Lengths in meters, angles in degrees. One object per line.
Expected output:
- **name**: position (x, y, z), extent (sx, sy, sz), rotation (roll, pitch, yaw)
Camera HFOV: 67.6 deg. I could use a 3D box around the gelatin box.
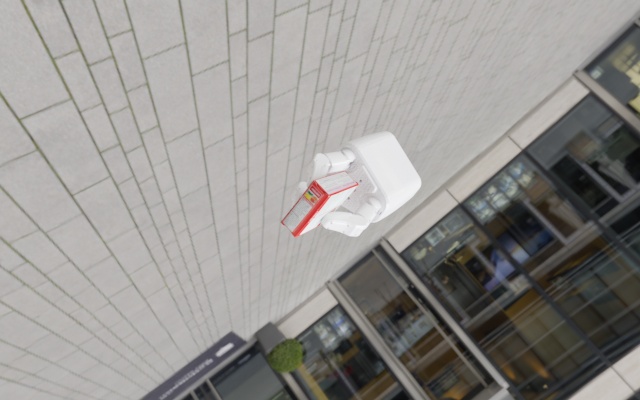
- **gelatin box**: position (0.000, 0.002, 0.593), extent (0.073, 0.030, 0.089), rotation (-50, -13, 27)
